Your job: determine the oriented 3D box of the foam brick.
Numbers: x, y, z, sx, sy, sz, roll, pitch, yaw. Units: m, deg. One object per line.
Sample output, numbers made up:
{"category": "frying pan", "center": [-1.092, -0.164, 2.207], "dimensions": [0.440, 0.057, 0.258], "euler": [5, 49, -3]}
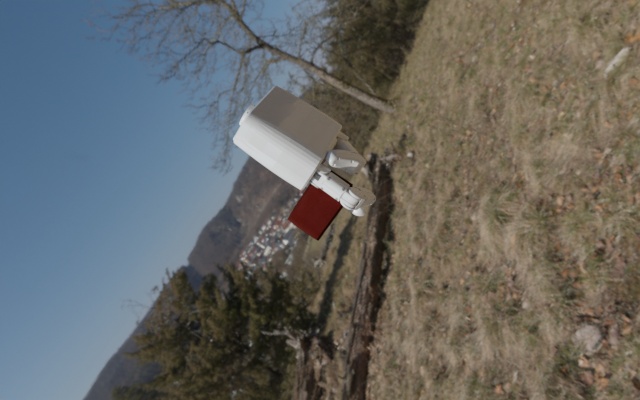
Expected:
{"category": "foam brick", "center": [0.000, 0.002, 0.641], "dimensions": [0.051, 0.078, 0.053], "euler": [33, 24, -5]}
